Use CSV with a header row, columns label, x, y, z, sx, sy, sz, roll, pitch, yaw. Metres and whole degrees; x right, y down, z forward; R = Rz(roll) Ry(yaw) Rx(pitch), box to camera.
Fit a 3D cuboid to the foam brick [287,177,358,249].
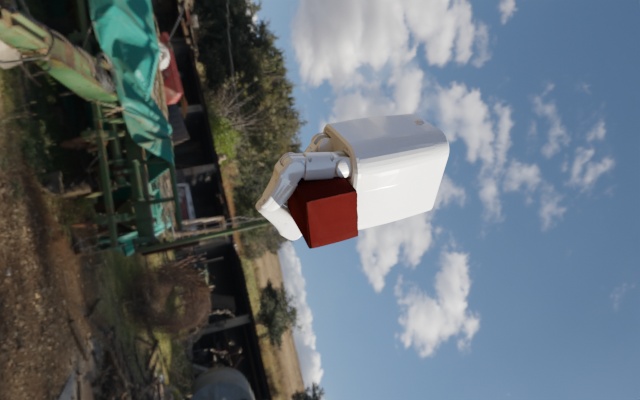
label,x,y,z,sx,sy,sz,roll,pitch,yaw
foam brick,0.000,0.002,0.472,0.051,0.053,0.078,-11,30,-15
